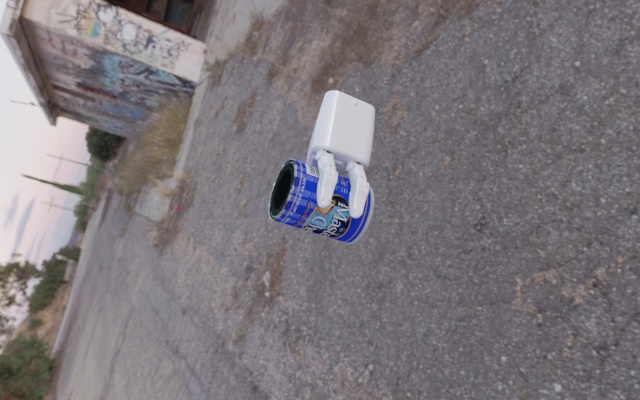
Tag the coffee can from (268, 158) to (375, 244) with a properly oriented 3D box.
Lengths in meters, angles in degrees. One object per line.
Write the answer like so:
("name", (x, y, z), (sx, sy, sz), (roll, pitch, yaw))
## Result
("coffee can", (0.000, 0.003, 0.761), (0.140, 0.103, 0.103), (18, -7, -22))
